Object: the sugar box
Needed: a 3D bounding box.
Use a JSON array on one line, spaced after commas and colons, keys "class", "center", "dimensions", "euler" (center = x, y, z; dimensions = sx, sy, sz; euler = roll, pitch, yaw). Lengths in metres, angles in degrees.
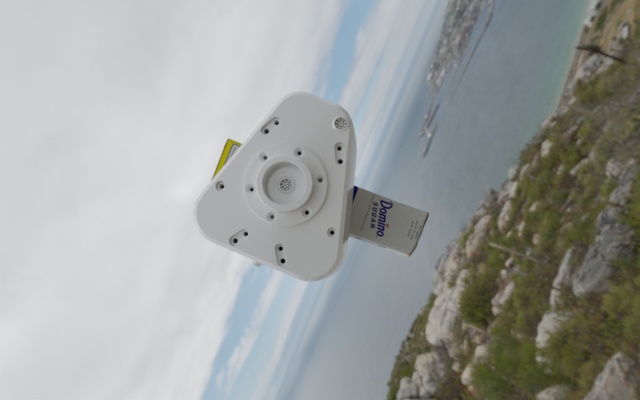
[{"class": "sugar box", "center": [0.000, 0.002, 0.429], "dimensions": [0.176, 0.048, 0.093], "euler": [23, -4, 4]}]
